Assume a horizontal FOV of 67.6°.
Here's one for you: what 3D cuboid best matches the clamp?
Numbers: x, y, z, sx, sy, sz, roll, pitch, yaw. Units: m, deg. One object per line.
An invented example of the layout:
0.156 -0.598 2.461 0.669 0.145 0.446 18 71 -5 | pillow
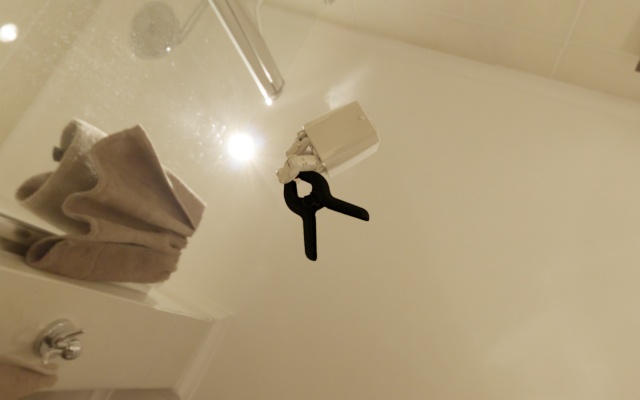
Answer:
0.000 0.003 0.791 0.120 0.171 0.039 -27 -23 -1 | clamp
